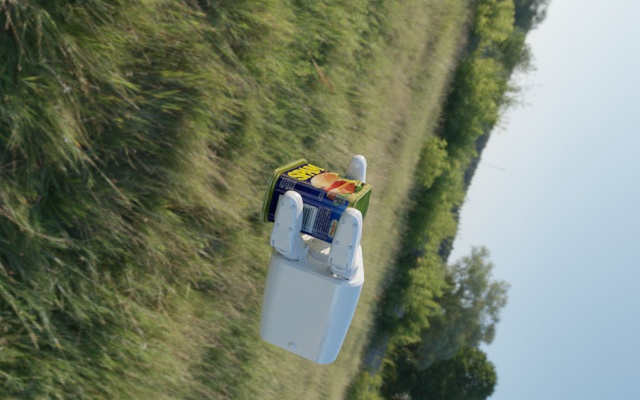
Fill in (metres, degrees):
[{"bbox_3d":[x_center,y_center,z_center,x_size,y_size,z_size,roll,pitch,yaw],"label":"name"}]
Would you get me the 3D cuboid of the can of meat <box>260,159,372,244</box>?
[{"bbox_3d":[0.000,0.002,0.483,0.084,0.057,0.102,20,17,13],"label":"can of meat"}]
